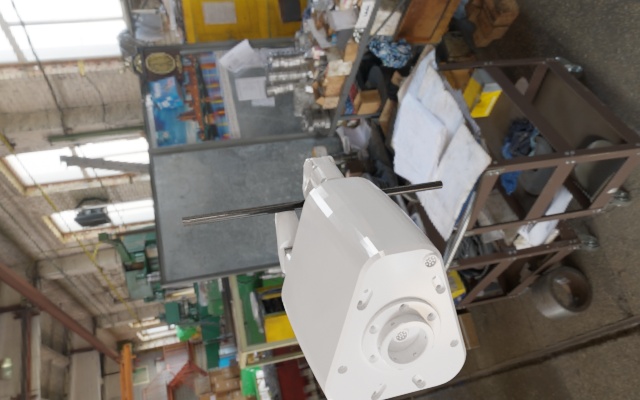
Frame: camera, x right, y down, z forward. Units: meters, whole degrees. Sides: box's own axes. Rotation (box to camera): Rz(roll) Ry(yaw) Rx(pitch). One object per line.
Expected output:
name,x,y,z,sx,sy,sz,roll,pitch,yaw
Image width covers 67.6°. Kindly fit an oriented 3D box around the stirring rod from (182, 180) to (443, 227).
stirring rod,0.000,0.001,0.429,0.239,0.011,0.011,-8,2,-14
